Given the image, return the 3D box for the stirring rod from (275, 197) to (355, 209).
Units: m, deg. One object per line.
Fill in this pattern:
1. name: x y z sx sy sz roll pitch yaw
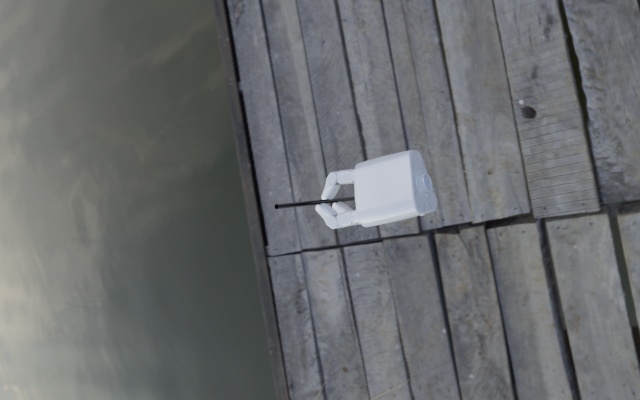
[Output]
1. stirring rod: 0.000 0.003 0.846 0.011 0.011 0.239 0 3 35
